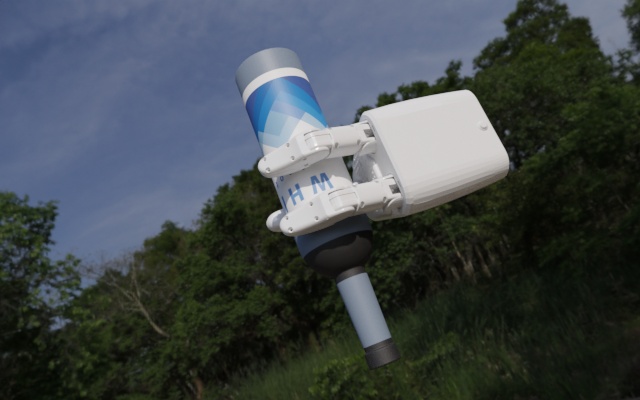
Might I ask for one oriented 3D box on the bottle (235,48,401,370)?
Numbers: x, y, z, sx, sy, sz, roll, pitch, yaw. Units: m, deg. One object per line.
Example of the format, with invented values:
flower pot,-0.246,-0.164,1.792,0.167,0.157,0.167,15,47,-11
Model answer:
bottle,0.000,0.001,0.427,0.069,0.295,0.069,-20,-18,-7
